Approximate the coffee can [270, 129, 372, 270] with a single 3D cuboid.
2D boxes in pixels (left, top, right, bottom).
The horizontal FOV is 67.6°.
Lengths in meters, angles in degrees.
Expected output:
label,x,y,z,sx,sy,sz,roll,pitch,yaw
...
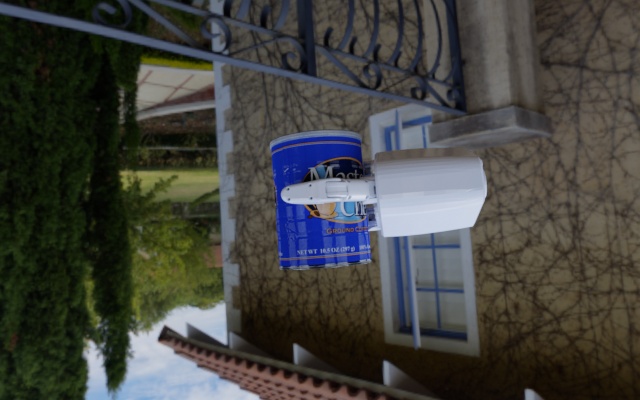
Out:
label,x,y,z,sx,sy,sz,roll,pitch,yaw
coffee can,0.000,0.002,0.529,0.103,0.140,0.103,-4,-4,0
